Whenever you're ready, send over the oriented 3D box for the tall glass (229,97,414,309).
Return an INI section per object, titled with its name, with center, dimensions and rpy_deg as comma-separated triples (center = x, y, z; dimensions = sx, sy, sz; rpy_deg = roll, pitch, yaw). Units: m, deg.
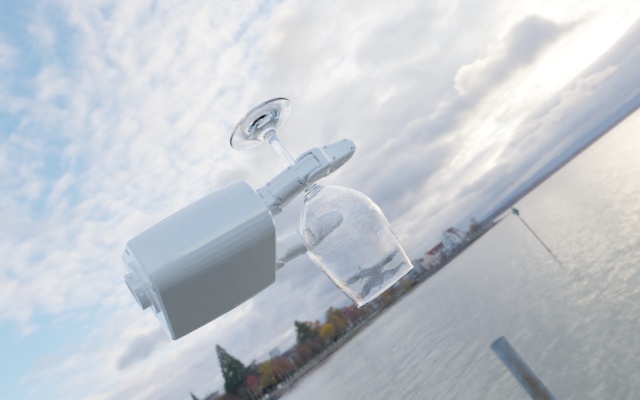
[tall glass]
center = 0.000, 0.001, 0.447
dimensions = 0.079, 0.201, 0.079
rpy_deg = -35, -14, -10
